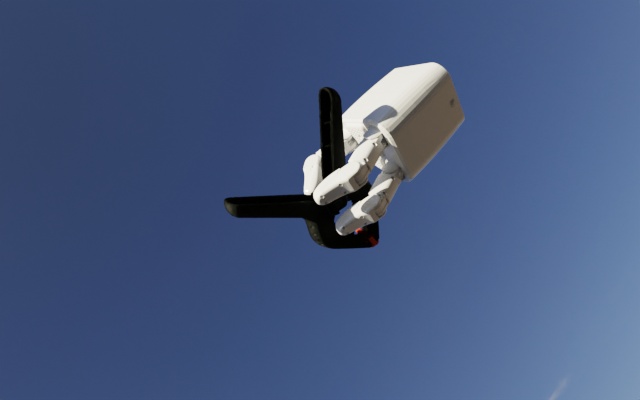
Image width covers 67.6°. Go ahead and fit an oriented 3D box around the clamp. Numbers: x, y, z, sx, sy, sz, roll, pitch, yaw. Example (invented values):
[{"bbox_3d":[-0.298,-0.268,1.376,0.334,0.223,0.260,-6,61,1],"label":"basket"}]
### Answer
[{"bbox_3d":[0.000,0.002,0.539,0.036,0.164,0.210,36,-14,49],"label":"clamp"}]
